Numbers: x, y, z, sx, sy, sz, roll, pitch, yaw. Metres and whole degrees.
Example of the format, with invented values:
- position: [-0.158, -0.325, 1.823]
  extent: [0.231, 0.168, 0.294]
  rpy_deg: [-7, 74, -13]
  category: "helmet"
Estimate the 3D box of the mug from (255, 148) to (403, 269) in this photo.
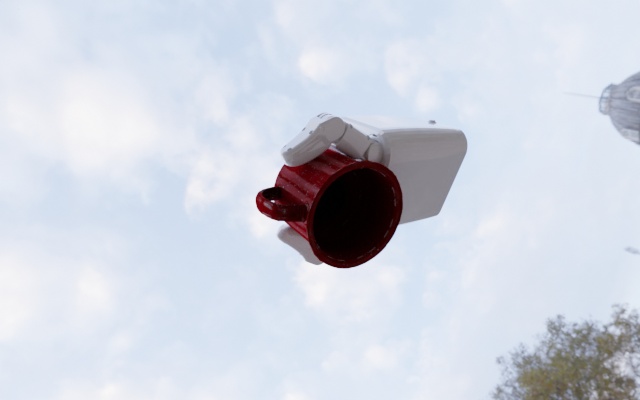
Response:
- position: [-0.001, 0.001, 0.411]
  extent: [0.117, 0.093, 0.081]
  rpy_deg: [-6, 22, -30]
  category: "mug"
